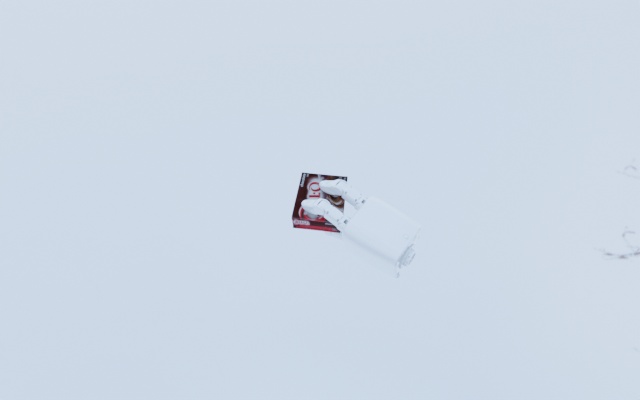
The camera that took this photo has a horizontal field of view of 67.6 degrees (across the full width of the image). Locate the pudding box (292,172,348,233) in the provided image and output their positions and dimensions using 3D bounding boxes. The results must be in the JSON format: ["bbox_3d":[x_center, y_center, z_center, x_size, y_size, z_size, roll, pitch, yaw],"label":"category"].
[{"bbox_3d":[0.000,0.003,0.889,0.090,0.113,0.039,6,-40,6],"label":"pudding box"}]
